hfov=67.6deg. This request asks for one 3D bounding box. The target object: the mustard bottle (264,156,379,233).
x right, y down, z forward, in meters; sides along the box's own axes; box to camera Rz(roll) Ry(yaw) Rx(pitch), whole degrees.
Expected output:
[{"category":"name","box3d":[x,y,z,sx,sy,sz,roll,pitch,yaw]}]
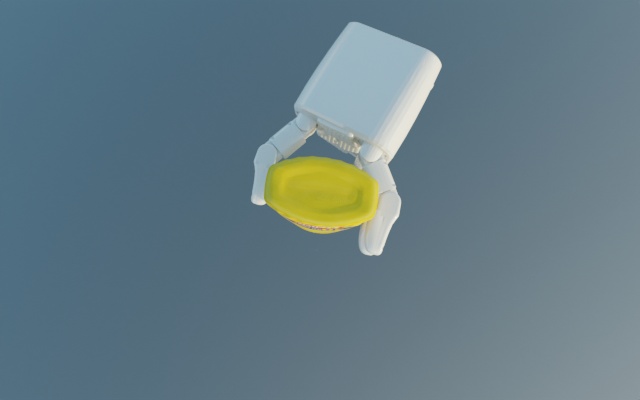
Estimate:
[{"category":"mustard bottle","box3d":[0.000,0.002,0.484,0.096,0.058,0.191,7,-6,0]}]
